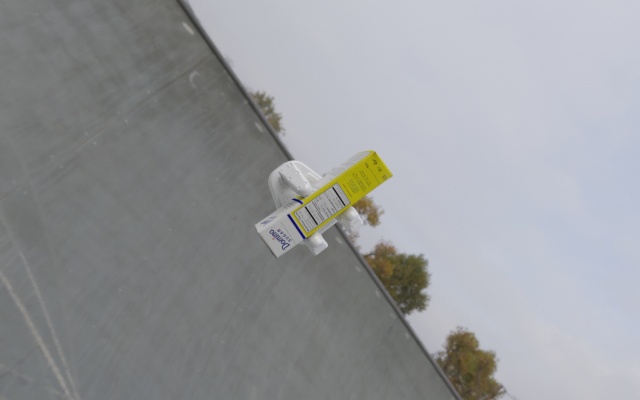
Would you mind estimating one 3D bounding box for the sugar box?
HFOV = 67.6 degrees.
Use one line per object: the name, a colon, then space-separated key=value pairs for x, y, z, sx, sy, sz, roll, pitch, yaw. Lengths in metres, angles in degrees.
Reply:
sugar box: x=0.000 y=0.002 z=0.614 sx=0.176 sy=0.048 sz=0.093 roll=-38 pitch=9 yaw=-6
